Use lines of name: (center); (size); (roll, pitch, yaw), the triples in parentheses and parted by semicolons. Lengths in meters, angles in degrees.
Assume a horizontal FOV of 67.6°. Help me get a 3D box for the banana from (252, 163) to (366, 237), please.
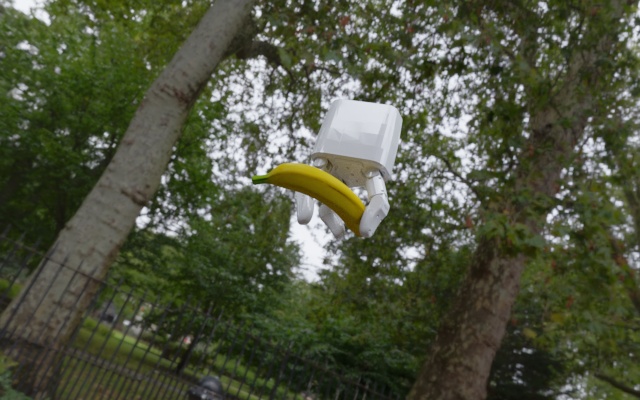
banana: (0.009, -0.003, 0.634); (0.198, 0.037, 0.069); (29, -30, -30)
